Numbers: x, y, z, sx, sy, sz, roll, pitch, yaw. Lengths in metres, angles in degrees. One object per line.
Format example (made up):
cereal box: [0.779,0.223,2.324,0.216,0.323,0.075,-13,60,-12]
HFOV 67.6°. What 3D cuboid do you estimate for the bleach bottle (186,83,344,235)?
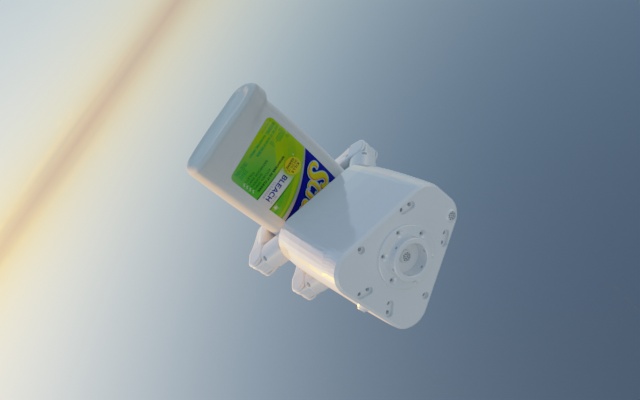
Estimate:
bleach bottle: [0.000,0.002,0.474,0.251,0.102,0.068,36,-6,-26]
